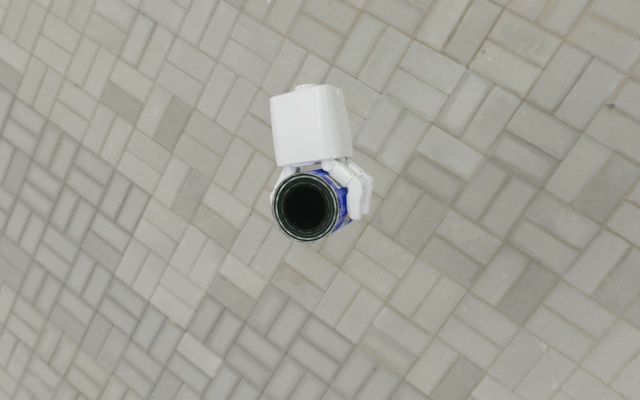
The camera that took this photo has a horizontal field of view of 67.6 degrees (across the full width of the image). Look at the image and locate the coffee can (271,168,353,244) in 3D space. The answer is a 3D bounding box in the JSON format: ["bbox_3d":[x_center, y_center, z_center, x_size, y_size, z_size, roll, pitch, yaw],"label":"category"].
[{"bbox_3d":[0.000,0.003,0.733,0.103,0.103,0.140,0,7,19],"label":"coffee can"}]
